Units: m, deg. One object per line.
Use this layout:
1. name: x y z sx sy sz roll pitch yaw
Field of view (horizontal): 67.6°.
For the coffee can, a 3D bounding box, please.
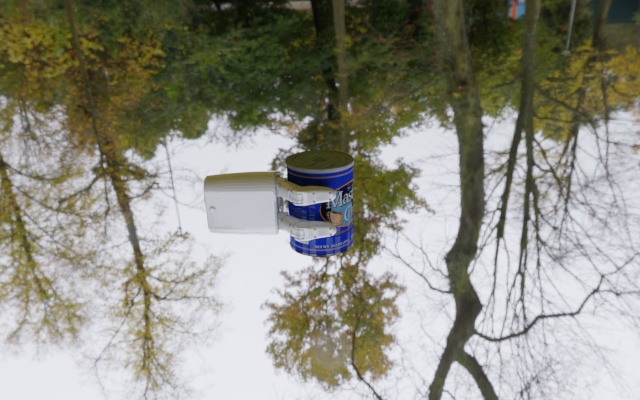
1. coffee can: 0.000 0.002 0.741 0.103 0.140 0.102 -1 21 0
